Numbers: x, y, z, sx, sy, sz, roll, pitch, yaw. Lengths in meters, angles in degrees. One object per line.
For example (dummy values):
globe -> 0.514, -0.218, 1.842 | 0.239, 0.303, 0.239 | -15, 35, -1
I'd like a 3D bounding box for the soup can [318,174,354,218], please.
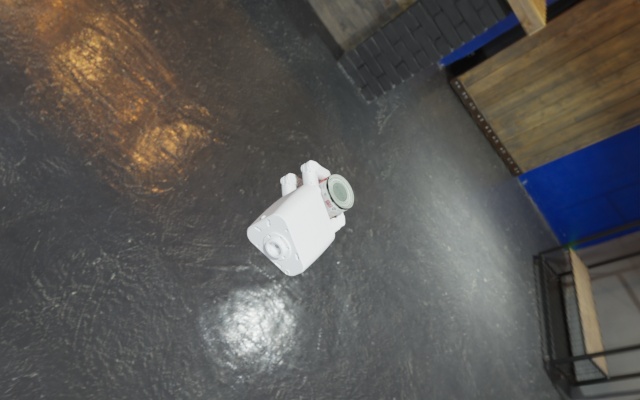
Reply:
soup can -> 0.001, 0.003, 0.848 | 0.102, 0.068, 0.068 | -28, -18, 38
